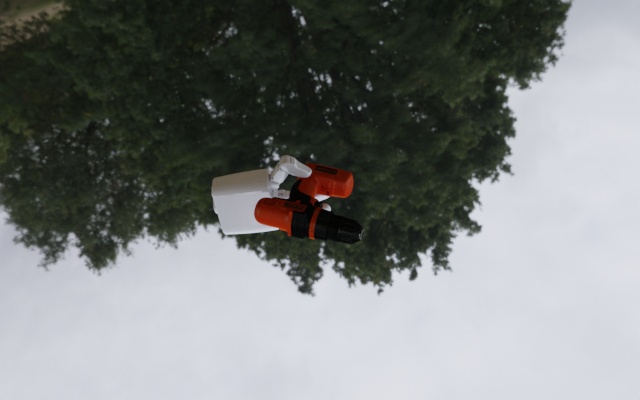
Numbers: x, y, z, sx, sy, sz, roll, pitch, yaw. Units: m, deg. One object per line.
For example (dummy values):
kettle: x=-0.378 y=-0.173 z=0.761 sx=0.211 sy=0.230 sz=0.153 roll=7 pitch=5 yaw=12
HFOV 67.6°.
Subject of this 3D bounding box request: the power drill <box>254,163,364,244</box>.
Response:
power drill: x=0.000 y=0.003 z=0.836 sx=0.184 sy=0.057 sz=0.187 roll=14 pitch=30 yaw=12
